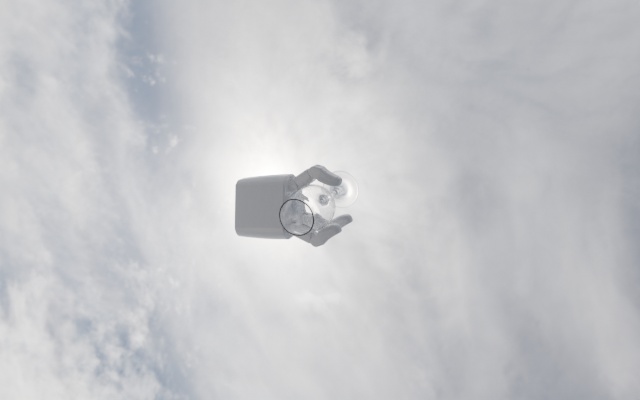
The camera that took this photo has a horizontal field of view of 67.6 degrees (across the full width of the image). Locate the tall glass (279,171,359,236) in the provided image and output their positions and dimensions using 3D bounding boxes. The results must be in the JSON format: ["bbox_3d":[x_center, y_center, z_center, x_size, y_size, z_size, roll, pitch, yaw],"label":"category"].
[{"bbox_3d":[0.001,0.003,0.842,0.079,0.079,0.201,0,14,23],"label":"tall glass"}]
